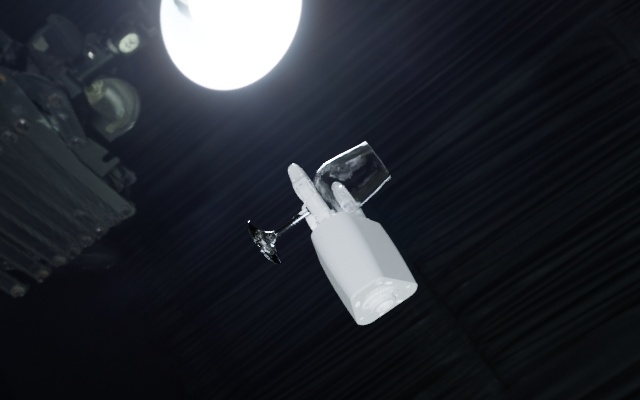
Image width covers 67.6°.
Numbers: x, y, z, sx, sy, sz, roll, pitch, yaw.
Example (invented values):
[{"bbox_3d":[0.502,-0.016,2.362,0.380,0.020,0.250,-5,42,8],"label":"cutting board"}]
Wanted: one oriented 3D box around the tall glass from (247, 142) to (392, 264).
[{"bbox_3d":[-0.001,0.002,0.663,0.201,0.079,0.079,-36,-5,7],"label":"tall glass"}]
